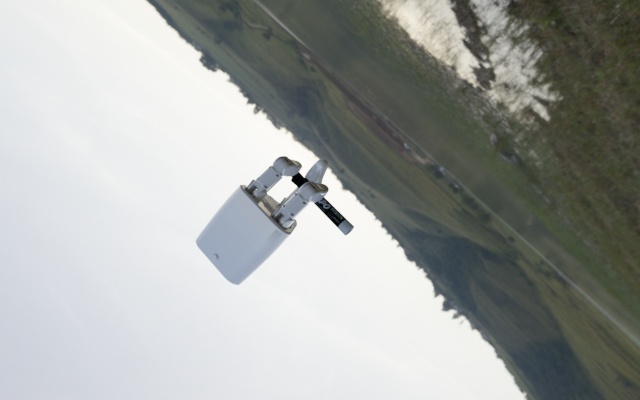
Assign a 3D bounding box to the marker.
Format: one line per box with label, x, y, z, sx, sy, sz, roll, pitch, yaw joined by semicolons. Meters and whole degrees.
marker;0.000;0.002;0.684;0.121;0.020;0.020;45;15;16
